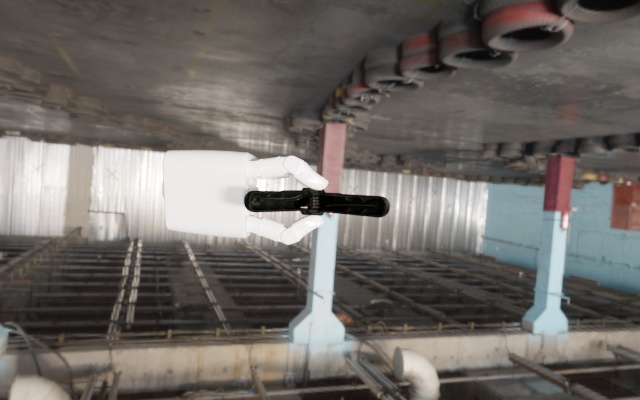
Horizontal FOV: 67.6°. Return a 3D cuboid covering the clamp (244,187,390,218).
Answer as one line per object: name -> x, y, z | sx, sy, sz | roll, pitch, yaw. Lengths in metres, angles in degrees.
clamp -> 0.000, 0.003, 0.624 | 0.164, 0.036, 0.210 | 4, 2, 2
